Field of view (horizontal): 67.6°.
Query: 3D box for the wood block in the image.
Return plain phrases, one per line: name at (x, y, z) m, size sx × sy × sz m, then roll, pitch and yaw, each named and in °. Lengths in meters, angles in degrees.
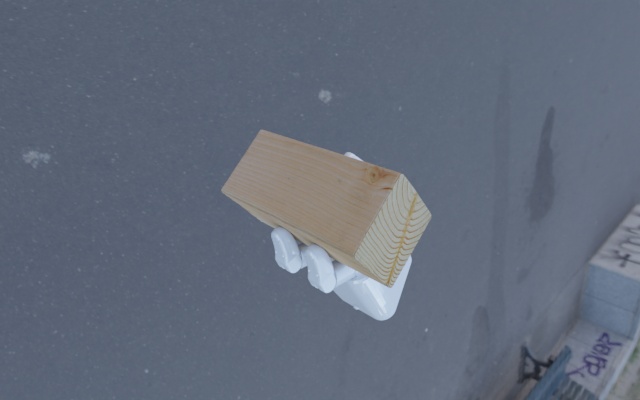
wood block at (0.001, 0.002, 0.520) m, size 0.206 × 0.091 × 0.090 m, roll 22°, pitch -14°, yaw 40°
